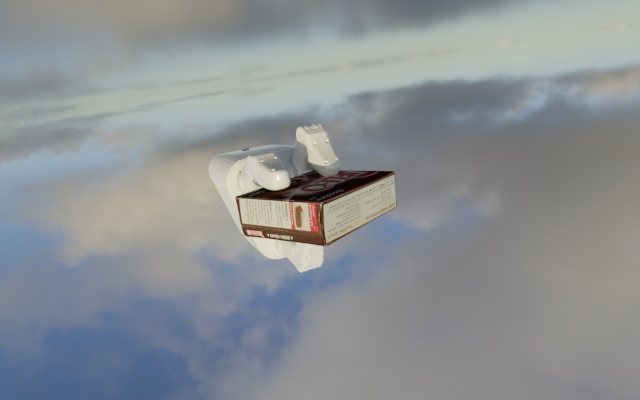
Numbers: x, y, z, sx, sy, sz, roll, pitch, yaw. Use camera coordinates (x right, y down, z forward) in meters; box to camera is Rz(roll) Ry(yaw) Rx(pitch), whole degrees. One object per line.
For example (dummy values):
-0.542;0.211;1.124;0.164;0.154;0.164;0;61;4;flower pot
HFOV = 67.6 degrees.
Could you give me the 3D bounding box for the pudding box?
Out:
0.000;0.001;0.407;0.090;0.039;0.113;2;18;37;pudding box
